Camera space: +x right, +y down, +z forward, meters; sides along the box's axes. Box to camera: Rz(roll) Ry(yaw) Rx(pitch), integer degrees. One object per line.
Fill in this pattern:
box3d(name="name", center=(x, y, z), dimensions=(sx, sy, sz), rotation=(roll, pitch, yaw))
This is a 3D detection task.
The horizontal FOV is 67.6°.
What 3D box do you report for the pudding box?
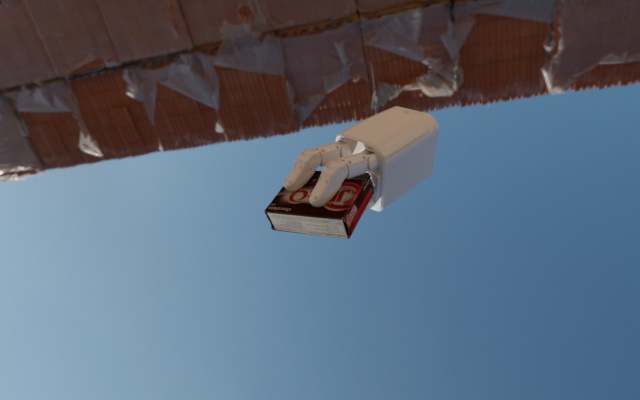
box3d(name="pudding box", center=(0.000, 0.002, 0.603), dimensions=(0.113, 0.039, 0.090), rotation=(2, 39, 29))
